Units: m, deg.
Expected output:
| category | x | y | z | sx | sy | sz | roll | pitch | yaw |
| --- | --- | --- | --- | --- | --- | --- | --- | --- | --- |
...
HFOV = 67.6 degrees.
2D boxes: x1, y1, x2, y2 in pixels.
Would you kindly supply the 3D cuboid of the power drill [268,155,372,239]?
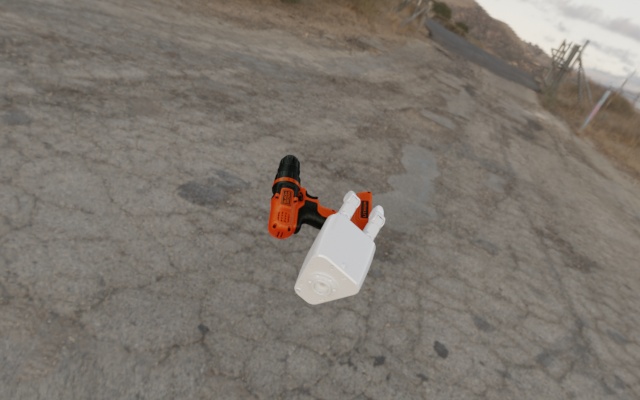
| category | x | y | z | sx | sy | sz | roll | pitch | yaw |
| --- | --- | --- | --- | --- | --- | --- | --- | --- | --- |
| power drill | 0.001 | 0.003 | 0.891 | 0.187 | 0.184 | 0.057 | 12 | -37 | -8 |
